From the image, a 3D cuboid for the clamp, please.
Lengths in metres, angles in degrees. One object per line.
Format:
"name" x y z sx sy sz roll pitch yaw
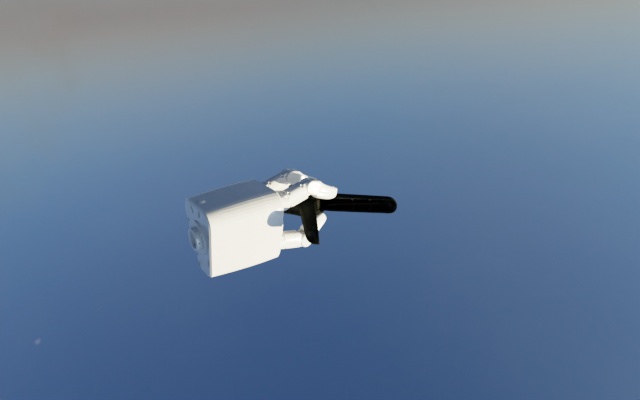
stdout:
"clamp" 0.000 0.003 0.732 0.164 0.036 0.210 -15 25 -31
